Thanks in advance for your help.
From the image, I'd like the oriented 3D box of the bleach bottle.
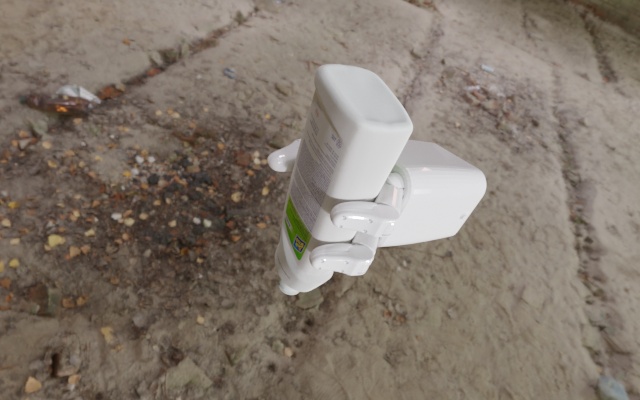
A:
[{"bbox_3d":[0.000,0.002,0.474,0.068,0.251,0.102,-1,45,-27],"label":"bleach bottle"}]
